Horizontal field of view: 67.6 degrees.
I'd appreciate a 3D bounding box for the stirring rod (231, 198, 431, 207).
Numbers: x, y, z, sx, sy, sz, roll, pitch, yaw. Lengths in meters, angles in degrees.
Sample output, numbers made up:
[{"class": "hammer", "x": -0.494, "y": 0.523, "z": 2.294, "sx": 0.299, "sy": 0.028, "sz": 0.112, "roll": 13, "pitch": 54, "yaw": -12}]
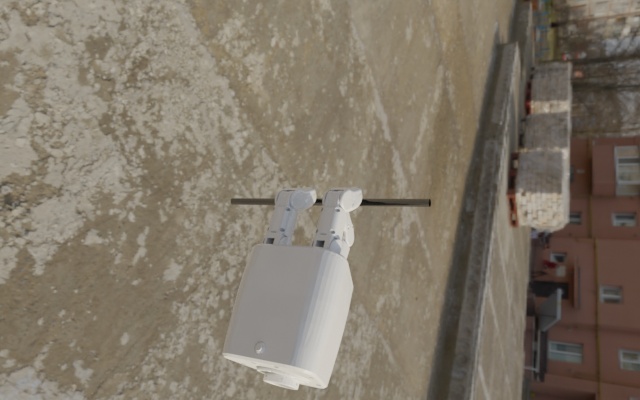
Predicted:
[{"class": "stirring rod", "x": 0.000, "y": 0.002, "z": 0.520, "sx": 0.239, "sy": 0.011, "sz": 0.011, "roll": 0, "pitch": 0, "yaw": 28}]
